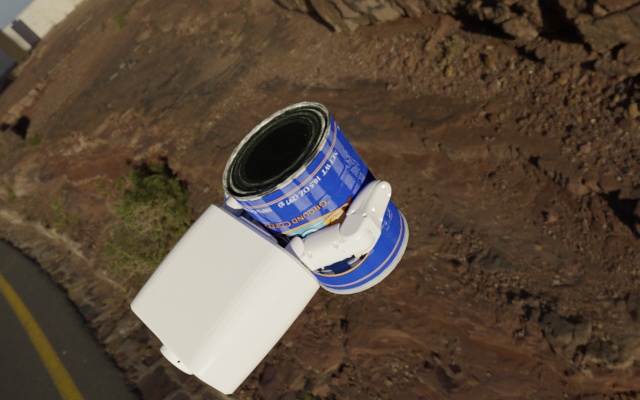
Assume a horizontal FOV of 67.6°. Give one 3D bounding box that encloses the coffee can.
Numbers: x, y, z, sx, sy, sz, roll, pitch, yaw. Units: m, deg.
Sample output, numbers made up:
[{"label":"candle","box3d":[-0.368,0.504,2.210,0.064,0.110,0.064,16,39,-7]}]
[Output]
[{"label":"coffee can","box3d":[0.000,0.001,0.413,0.103,0.102,0.140,0,-38,42]}]
